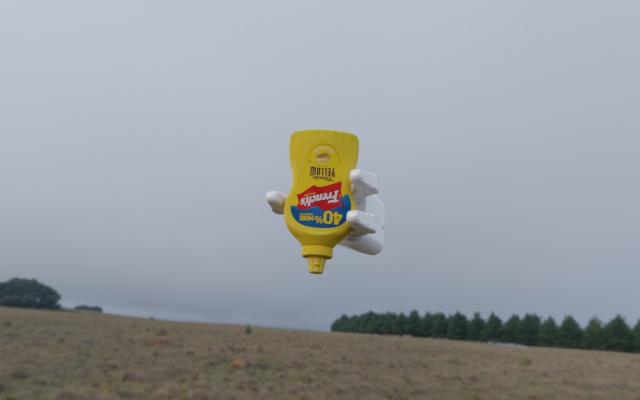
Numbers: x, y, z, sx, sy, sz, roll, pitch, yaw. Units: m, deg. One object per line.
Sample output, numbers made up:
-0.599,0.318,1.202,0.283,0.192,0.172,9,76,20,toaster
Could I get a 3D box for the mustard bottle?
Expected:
0.000,0.002,0.641,0.096,0.191,0.058,4,-15,0,mustard bottle
